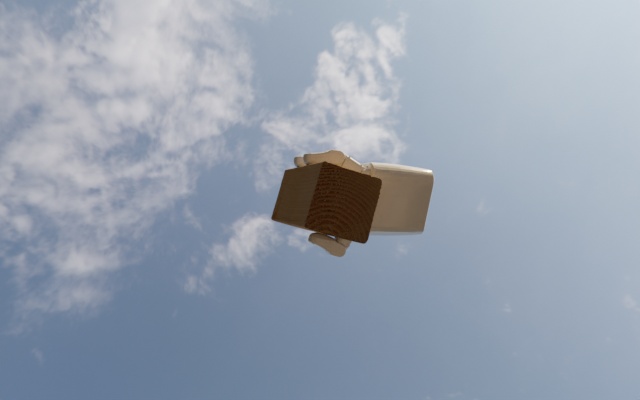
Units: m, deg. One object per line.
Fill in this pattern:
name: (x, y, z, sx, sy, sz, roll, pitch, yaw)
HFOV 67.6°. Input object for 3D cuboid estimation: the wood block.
wood block: (0.000, 0.003, 0.709, 0.090, 0.091, 0.206, 16, -5, -17)
